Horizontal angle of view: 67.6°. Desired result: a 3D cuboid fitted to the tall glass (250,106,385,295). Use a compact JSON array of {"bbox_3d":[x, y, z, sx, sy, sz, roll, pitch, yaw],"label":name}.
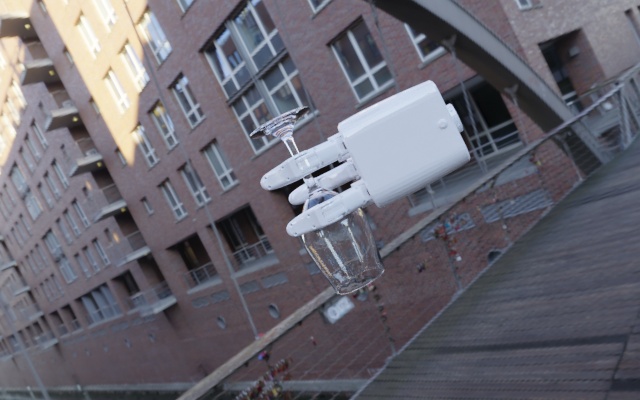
[{"bbox_3d":[0.000,0.001,0.532,0.079,0.201,0.079,-27,2,1],"label":"tall glass"}]
